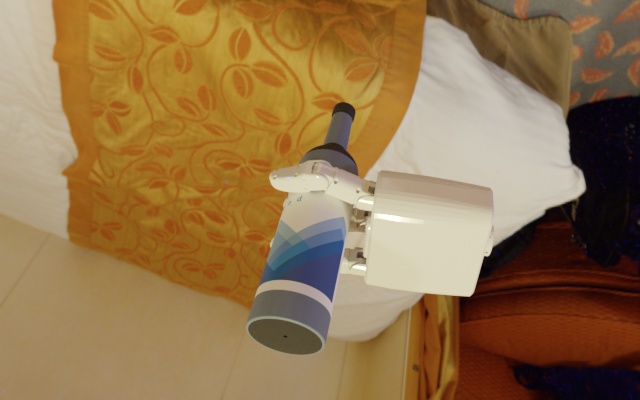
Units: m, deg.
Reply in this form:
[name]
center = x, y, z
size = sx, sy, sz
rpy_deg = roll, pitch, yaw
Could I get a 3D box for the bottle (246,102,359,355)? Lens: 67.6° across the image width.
[bottle]
center = 0.000, 0.002, 0.480
size = 0.069, 0.295, 0.069
rpy_deg = 9, -40, 7
